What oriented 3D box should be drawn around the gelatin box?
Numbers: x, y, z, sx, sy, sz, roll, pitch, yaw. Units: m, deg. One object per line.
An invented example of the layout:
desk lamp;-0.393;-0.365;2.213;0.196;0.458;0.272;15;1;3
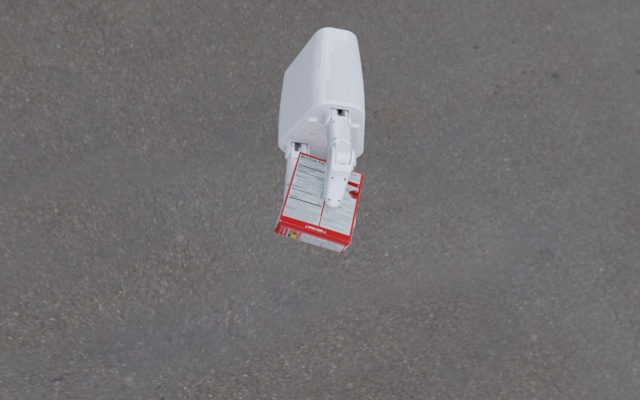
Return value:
gelatin box;0.000;0.002;0.489;0.073;0.089;0.030;18;-33;-6
